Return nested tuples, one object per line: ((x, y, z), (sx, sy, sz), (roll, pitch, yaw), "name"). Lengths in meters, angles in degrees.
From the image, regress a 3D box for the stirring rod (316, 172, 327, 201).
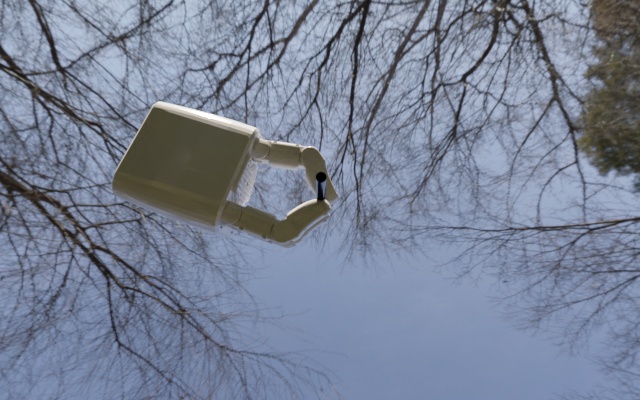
((0.000, 0.001, 0.468), (0.011, 0.011, 0.239), (0, -9, 0), "stirring rod")
